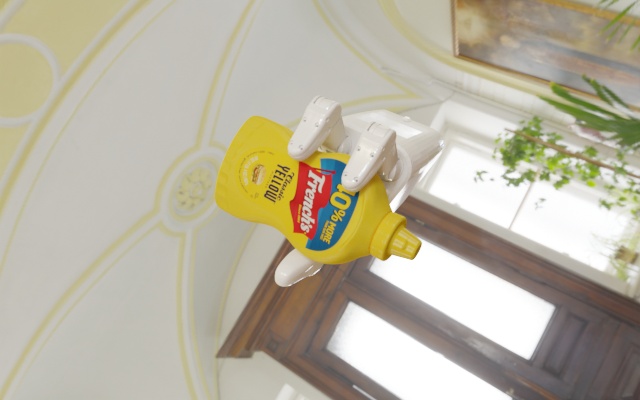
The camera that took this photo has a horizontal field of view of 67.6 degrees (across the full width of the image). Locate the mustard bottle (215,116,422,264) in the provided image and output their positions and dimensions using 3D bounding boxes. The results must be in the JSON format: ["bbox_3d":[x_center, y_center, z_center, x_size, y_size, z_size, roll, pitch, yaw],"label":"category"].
[{"bbox_3d":[0.000,0.001,0.422,0.191,0.096,0.058,27,5,23],"label":"mustard bottle"}]
